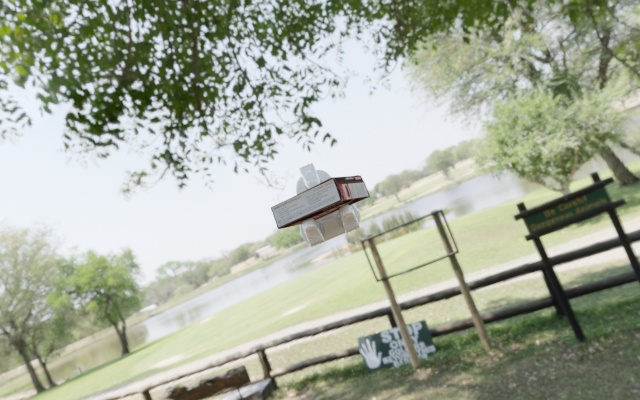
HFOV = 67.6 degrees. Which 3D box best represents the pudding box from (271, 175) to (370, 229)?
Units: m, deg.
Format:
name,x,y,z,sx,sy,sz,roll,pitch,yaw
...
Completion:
name,x,y,z,sx,sy,sz,roll,pitch,yaw
pudding box,0.000,0.002,0.674,0.113,0.039,0.090,-27,-8,28
